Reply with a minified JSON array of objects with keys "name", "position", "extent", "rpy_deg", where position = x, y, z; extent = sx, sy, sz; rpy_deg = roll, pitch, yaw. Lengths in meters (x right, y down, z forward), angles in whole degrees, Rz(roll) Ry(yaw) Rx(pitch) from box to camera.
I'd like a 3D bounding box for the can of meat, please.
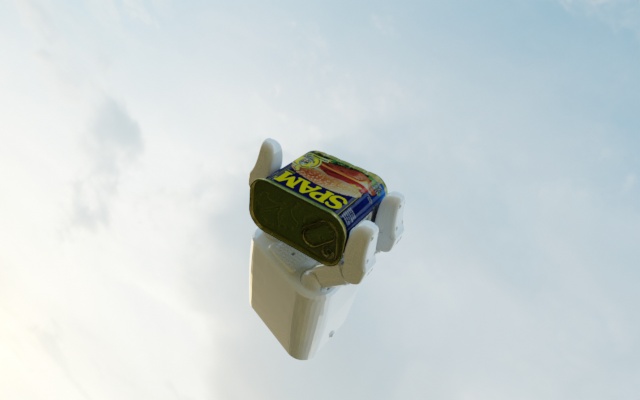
[{"name":"can of meat","position":[0.000,0.001,0.442],"extent":[0.102,0.057,0.084],"rpy_deg":[26,39,24]}]
